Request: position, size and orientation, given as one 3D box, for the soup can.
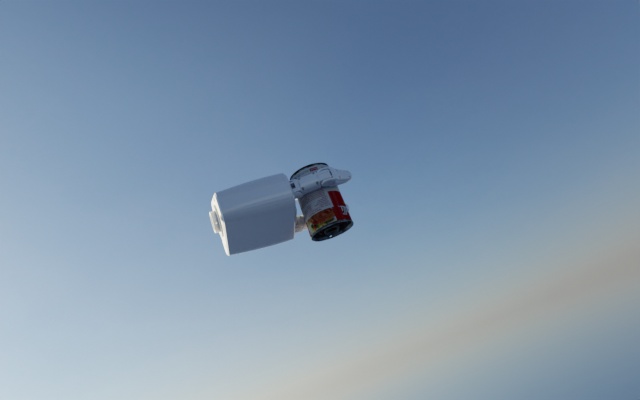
[{"bbox_3d":[0.000,0.002,0.727,0.068,0.102,0.068,-19,-20,-7],"label":"soup can"}]
